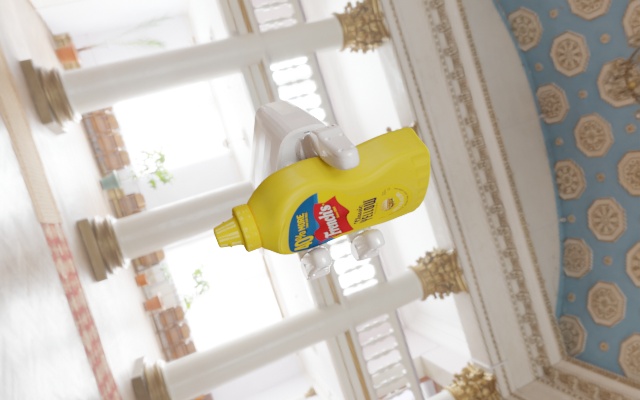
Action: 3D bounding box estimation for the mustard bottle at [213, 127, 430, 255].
[{"bbox_3d":[0.000,0.002,0.422,0.191,0.058,0.096,-18,-34,-16],"label":"mustard bottle"}]
